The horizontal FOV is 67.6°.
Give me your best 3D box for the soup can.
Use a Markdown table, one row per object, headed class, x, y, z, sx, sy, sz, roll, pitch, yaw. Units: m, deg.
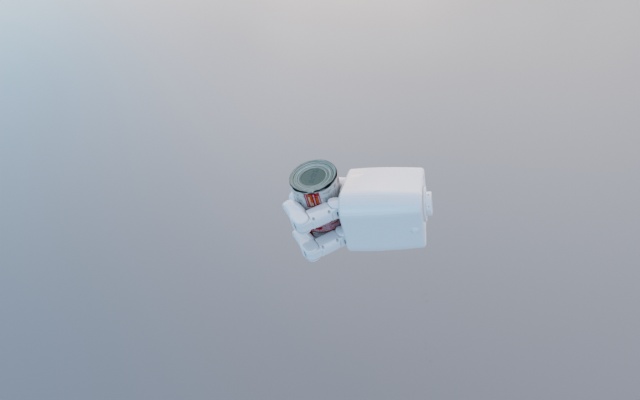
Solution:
| class | x | y | z | sx | sy | sz | roll | pitch | yaw |
| --- | --- | --- | --- | --- | --- | --- | --- | --- | --- |
| soup can | 0.000 | 0.002 | 0.669 | 0.068 | 0.102 | 0.068 | -9 | 42 | 8 |
